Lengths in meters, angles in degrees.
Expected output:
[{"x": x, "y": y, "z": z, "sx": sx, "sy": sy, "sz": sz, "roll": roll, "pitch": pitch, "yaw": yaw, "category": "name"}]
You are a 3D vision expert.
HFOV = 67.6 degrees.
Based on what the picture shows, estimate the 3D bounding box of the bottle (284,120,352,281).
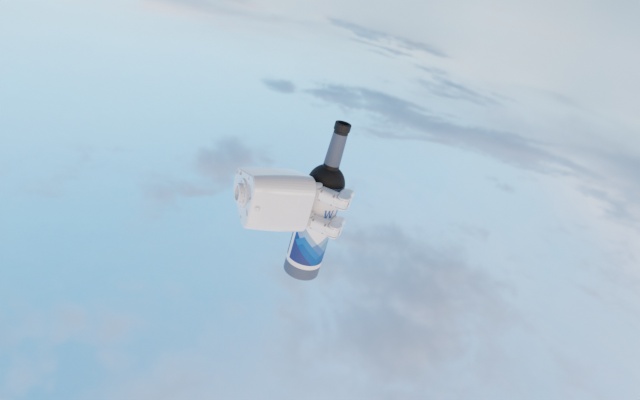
[{"x": 0.000, "y": 0.003, "z": 0.834, "sx": 0.069, "sy": 0.296, "sz": 0.069, "roll": 13, "pitch": 26, "yaw": -6, "category": "bottle"}]
